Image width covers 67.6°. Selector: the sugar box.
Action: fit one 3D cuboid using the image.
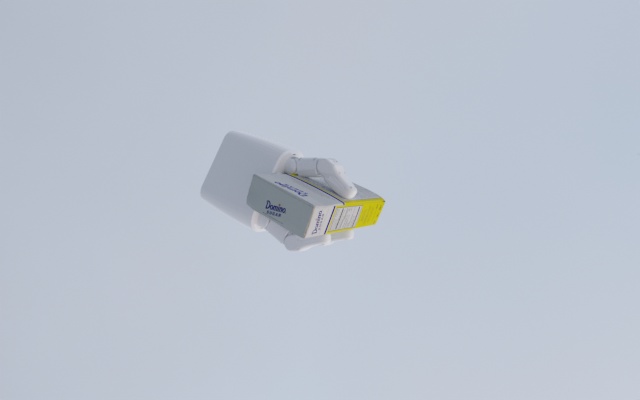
[{"bbox_3d":[0.000,0.002,0.594,0.093,0.048,0.176,28,19,29],"label":"sugar box"}]
